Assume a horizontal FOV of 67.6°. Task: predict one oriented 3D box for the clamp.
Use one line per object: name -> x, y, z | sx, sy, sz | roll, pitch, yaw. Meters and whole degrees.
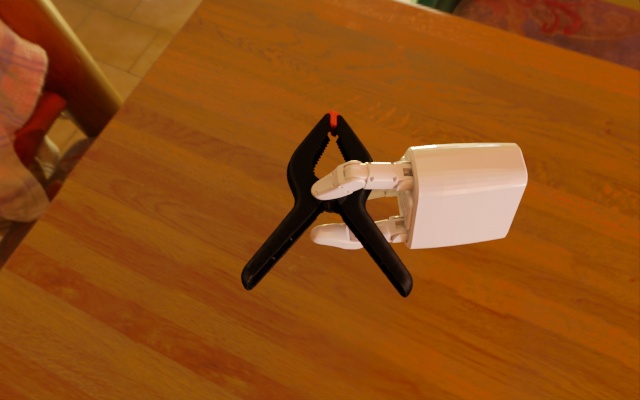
clamp -> 0.000, 0.001, 0.495 | 0.164, 0.210, 0.036 | -4, -25, -2
